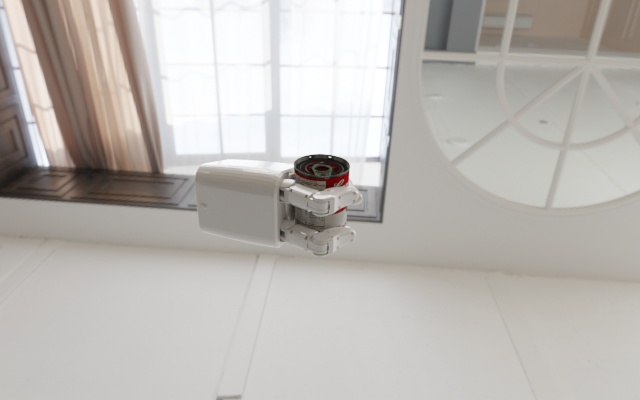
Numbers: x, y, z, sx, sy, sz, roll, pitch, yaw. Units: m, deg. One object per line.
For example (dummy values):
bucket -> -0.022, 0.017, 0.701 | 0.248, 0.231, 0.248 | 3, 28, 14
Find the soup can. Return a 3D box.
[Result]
soup can -> 0.001, 0.002, 0.592 | 0.068, 0.102, 0.068 | 1, 27, -1
